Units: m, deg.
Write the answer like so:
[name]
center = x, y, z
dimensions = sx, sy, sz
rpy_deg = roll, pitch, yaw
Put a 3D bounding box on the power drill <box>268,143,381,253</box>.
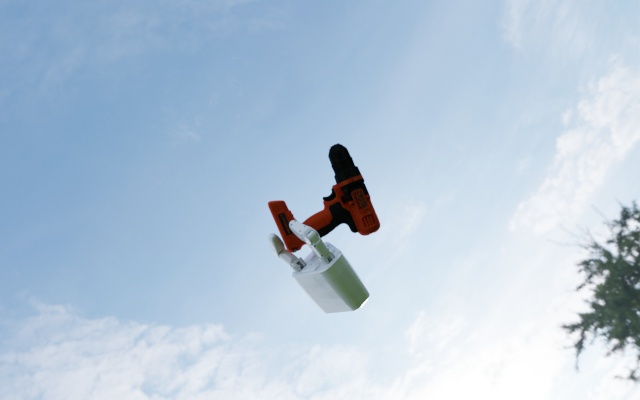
[power drill]
center = 0.000, 0.003, 0.897
dimensions = 0.187, 0.184, 0.057
rpy_deg = -22, -7, -6
